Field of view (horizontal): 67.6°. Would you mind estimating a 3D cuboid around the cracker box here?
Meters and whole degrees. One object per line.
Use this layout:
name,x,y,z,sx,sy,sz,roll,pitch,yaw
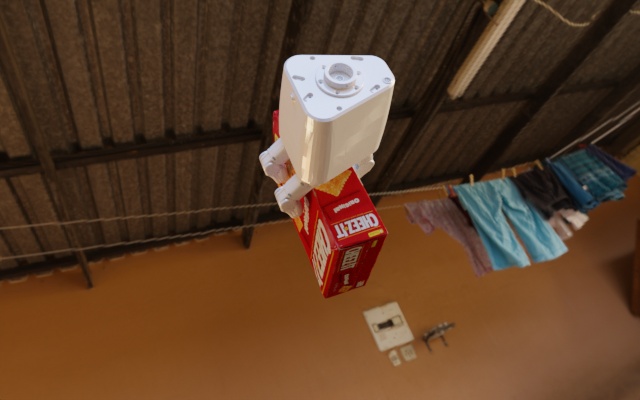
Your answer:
cracker box,0.000,0.002,0.642,0.072,0.213,0.164,-17,-28,-14
